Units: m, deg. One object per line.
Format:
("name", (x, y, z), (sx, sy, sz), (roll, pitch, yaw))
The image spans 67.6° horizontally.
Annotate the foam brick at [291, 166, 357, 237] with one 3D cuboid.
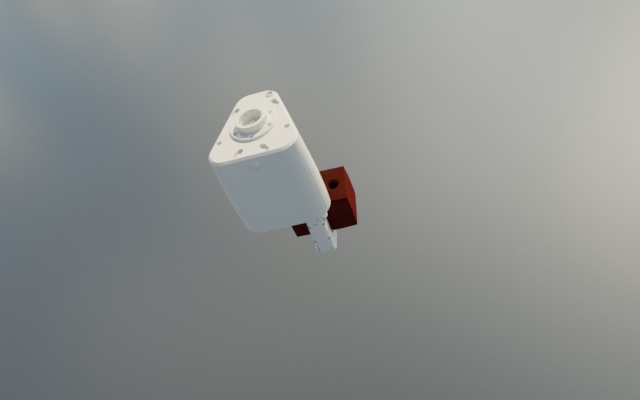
("foam brick", (0.000, 0.002, 0.565), (0.078, 0.053, 0.051), (-13, -44, 10))
